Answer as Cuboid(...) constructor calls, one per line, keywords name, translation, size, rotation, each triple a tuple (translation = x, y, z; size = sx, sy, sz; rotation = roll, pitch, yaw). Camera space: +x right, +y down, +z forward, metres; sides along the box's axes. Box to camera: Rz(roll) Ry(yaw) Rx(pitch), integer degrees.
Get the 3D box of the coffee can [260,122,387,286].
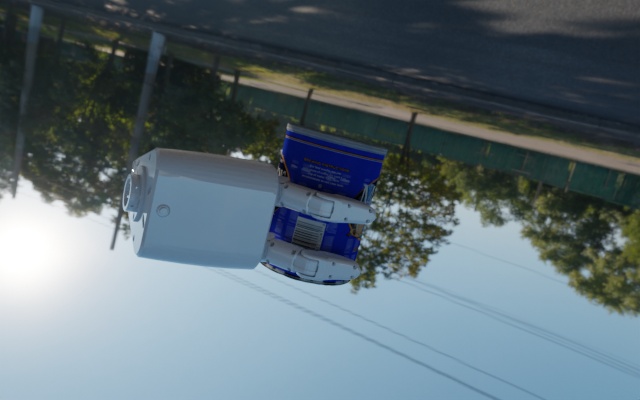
Cuboid(name="coffee can", translation=(0.000, 0.001, 0.487), size=(0.103, 0.140, 0.103), rotation=(14, 9, -2))
